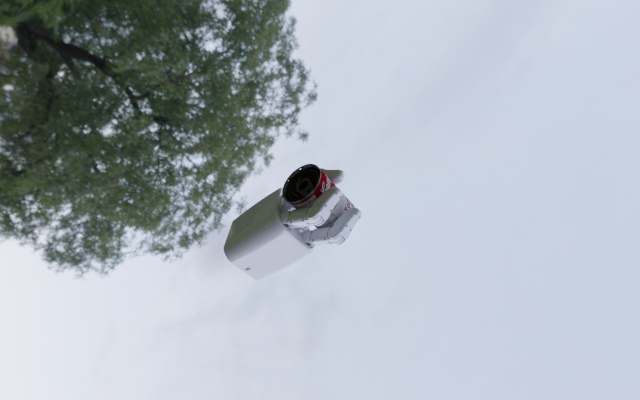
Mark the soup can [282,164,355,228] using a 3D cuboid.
[{"bbox_3d":[0.001,0.002,0.714,0.068,0.068,0.102,0,-33,42],"label":"soup can"}]
